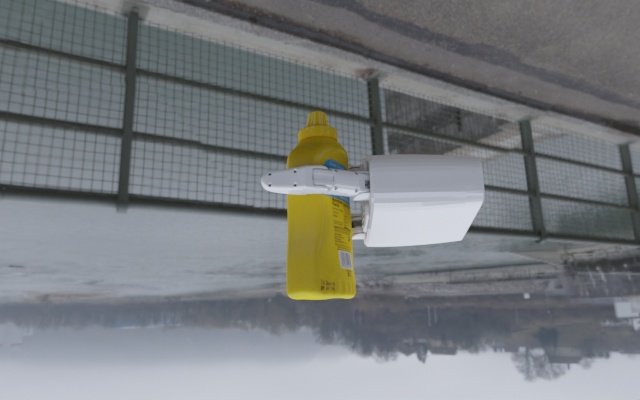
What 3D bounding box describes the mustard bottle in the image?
[{"bbox_3d":[0.000,0.002,0.481,0.058,0.191,0.096,-7,-14,24],"label":"mustard bottle"}]
